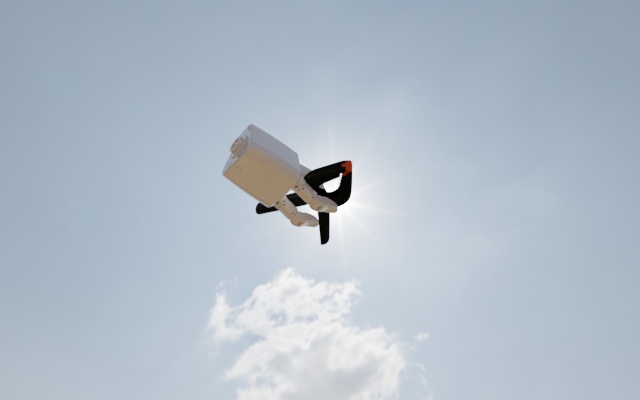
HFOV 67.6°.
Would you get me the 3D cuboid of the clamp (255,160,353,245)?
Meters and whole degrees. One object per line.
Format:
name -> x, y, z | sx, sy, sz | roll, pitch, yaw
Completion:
clamp -> 0.000, 0.002, 0.895 | 0.164, 0.036, 0.210 | 33, -51, -25
